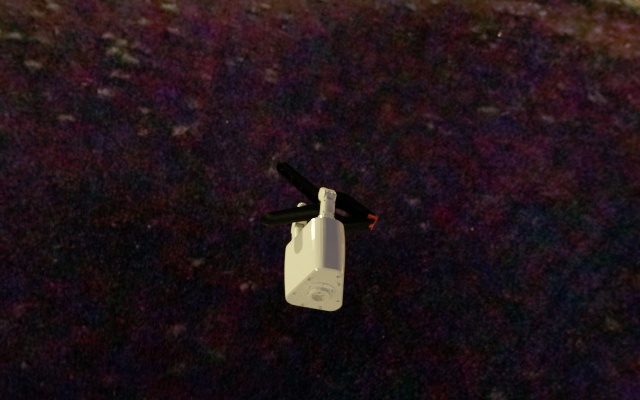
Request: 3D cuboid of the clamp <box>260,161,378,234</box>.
[{"bbox_3d":[0.001,0.003,0.867,0.210,0.036,0.164,13,42,-12],"label":"clamp"}]
